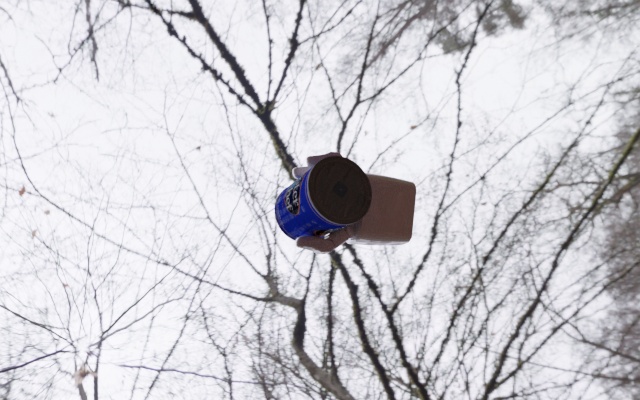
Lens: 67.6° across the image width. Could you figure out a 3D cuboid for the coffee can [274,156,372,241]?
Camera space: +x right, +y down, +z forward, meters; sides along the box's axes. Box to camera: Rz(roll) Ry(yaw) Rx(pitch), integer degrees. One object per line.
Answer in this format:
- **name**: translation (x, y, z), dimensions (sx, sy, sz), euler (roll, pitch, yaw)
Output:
- **coffee can**: translation (0.000, 0.002, 0.739), dimensions (0.103, 0.102, 0.140), euler (0, -15, -26)
